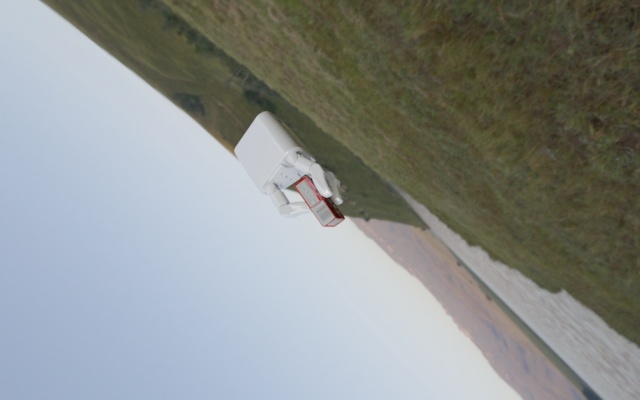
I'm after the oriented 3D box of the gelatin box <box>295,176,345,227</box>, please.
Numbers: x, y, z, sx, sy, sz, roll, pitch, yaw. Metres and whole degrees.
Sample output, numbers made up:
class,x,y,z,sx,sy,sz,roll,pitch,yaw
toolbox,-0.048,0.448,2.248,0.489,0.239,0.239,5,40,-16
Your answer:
class,x,y,z,sx,sy,sz,roll,pitch,yaw
gelatin box,0.000,0.003,0.814,0.030,0.089,0.073,-37,-12,10
